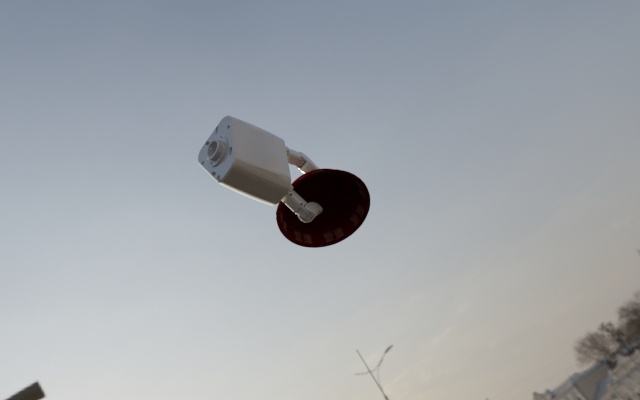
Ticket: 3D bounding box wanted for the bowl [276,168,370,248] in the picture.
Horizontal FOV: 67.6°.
[{"bbox_3d":[0.001,0.003,0.810,0.162,0.162,0.055,0,35,-17],"label":"bowl"}]
